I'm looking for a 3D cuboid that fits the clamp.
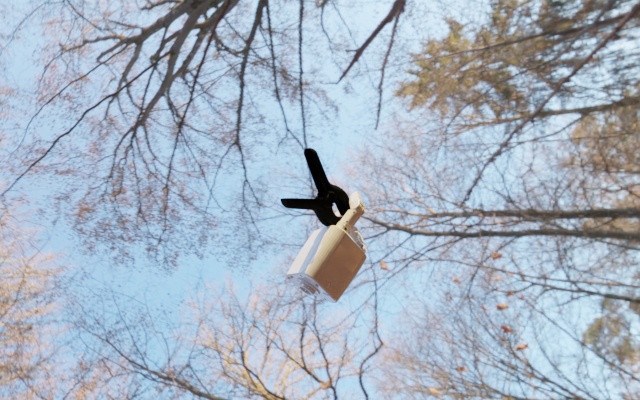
[{"bbox_3d":[0.000,0.003,0.863,0.039,0.120,0.171,1,-41,53],"label":"clamp"}]
